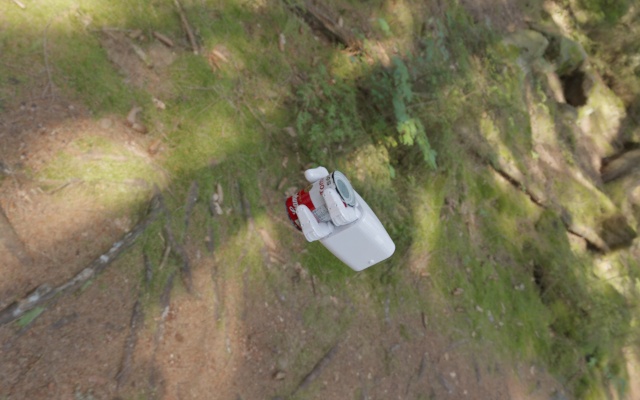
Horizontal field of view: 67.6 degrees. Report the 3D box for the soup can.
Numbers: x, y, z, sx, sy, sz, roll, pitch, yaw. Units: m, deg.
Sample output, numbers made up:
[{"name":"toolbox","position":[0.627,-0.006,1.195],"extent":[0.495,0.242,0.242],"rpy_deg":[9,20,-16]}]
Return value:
[{"name":"soup can","position":[0.000,0.002,0.801],"extent":[0.102,0.068,0.068],"rpy_deg":[-29,-12,23]}]
